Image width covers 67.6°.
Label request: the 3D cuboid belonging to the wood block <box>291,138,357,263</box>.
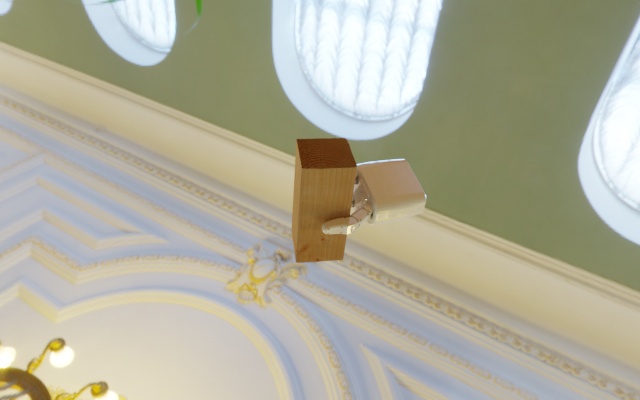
[{"bbox_3d":[0.001,0.003,0.834,0.090,0.206,0.090,-2,38,-10],"label":"wood block"}]
